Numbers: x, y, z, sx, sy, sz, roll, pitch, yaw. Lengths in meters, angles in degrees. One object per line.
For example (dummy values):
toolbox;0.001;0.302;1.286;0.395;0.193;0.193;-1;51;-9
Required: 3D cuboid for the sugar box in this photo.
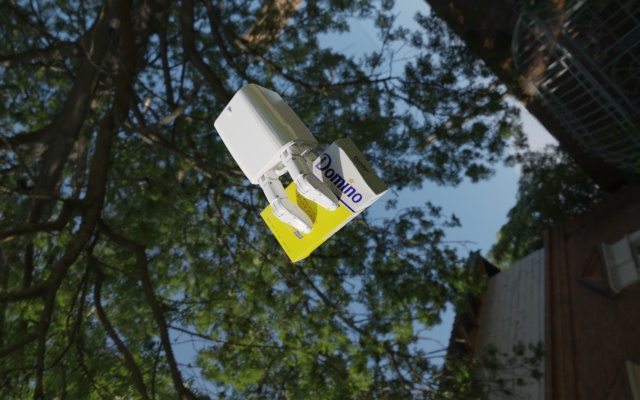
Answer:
sugar box;0.000;0.002;0.672;0.176;0.093;0.048;-43;-12;34
